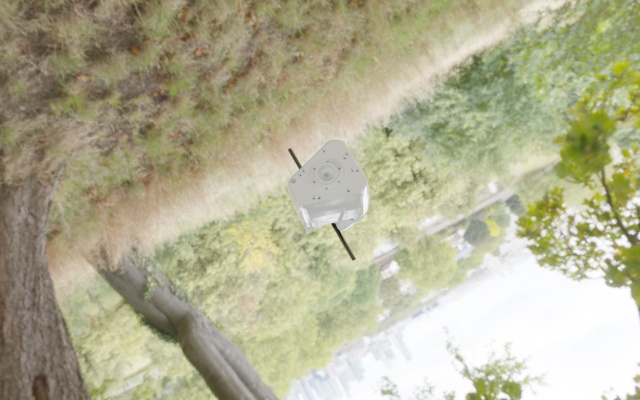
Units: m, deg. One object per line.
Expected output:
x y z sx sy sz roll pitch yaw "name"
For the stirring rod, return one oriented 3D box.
0.000 0.003 0.853 0.011 0.239 0.011 -27 -19 -10 "stirring rod"
